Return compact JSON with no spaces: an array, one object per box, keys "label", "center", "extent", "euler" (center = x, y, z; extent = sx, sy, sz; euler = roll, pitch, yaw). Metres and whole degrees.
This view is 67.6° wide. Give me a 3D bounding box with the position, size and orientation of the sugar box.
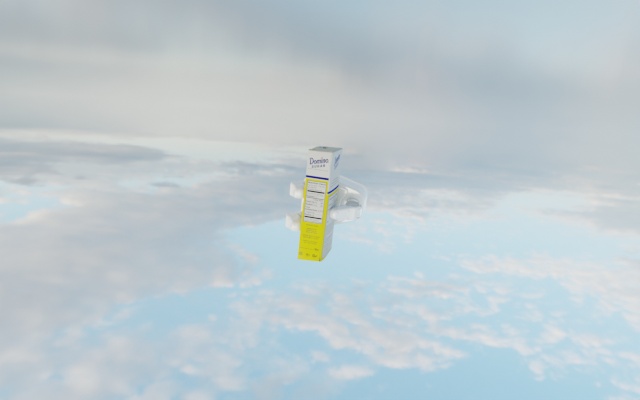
[{"label":"sugar box","center":[0.000,0.003,0.772],"extent":[0.048,0.176,0.093],"euler":[6,10,11]}]
